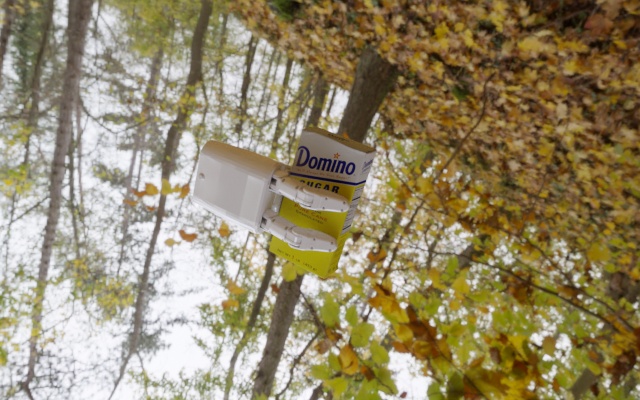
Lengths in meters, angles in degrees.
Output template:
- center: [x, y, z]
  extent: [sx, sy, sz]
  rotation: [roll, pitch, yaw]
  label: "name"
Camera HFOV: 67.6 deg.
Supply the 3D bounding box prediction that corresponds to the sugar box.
- center: [0.000, 0.002, 0.619]
  extent: [0.093, 0.176, 0.048]
  rotation: [23, 22, 21]
  label: "sugar box"
